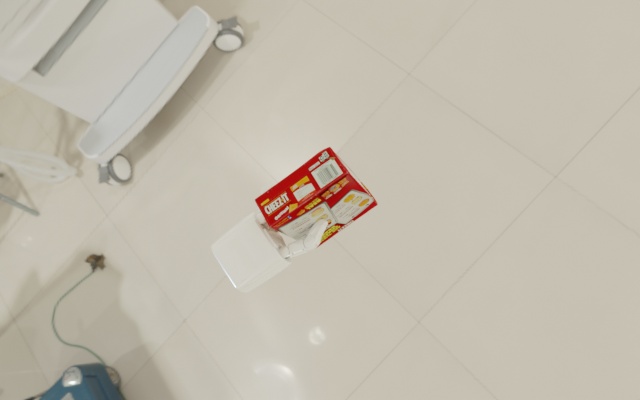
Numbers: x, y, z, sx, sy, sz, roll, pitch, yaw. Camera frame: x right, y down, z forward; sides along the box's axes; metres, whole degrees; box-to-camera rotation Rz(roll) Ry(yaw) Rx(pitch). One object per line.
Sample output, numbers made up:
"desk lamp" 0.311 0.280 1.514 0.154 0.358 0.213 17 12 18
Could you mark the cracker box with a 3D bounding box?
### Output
"cracker box" 0.000 0.003 0.894 0.164 0.072 0.214 -36 -24 8
